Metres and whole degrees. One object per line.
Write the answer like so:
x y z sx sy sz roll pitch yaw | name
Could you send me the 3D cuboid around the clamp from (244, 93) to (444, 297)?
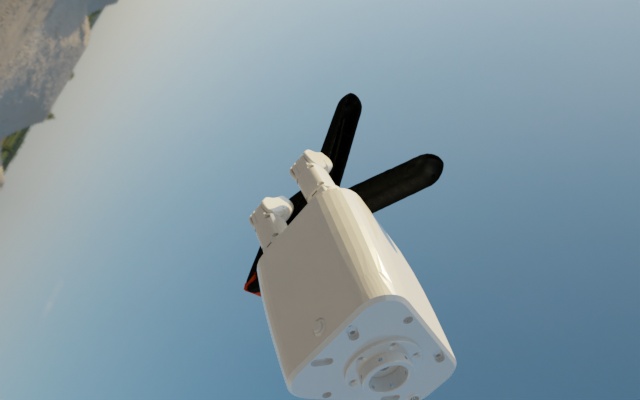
0.000 0.002 0.437 0.036 0.210 0.164 31 20 -33 | clamp
